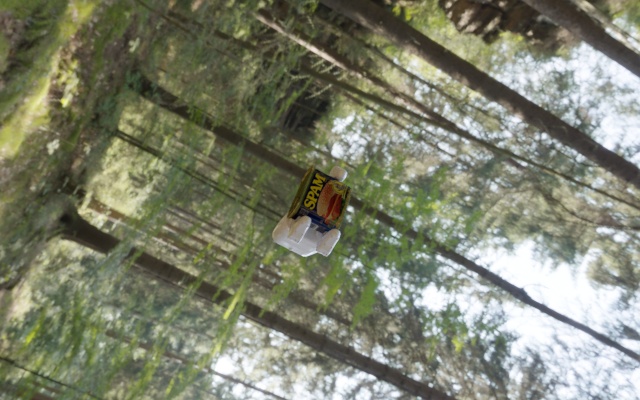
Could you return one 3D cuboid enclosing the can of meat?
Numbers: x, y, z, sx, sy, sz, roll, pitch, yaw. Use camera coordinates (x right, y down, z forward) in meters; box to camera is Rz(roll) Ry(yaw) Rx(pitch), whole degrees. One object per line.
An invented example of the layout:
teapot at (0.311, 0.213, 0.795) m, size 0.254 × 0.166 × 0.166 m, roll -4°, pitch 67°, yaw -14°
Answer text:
can of meat at (0.000, 0.003, 0.838) m, size 0.084 × 0.102 × 0.057 m, roll 28°, pitch -29°, yaw -11°
